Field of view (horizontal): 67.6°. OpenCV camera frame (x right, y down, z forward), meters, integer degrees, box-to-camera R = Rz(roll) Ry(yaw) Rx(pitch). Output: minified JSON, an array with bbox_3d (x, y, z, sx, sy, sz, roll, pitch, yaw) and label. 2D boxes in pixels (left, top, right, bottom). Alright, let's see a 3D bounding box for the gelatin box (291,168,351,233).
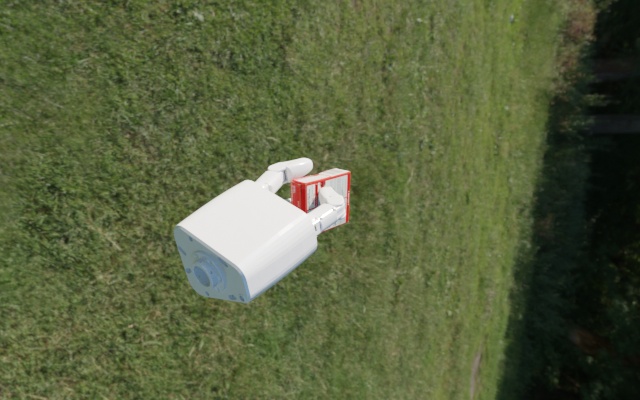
[{"bbox_3d":[0.001,0.002,0.626,0.030,0.073,0.089,17,25,41],"label":"gelatin box"}]
